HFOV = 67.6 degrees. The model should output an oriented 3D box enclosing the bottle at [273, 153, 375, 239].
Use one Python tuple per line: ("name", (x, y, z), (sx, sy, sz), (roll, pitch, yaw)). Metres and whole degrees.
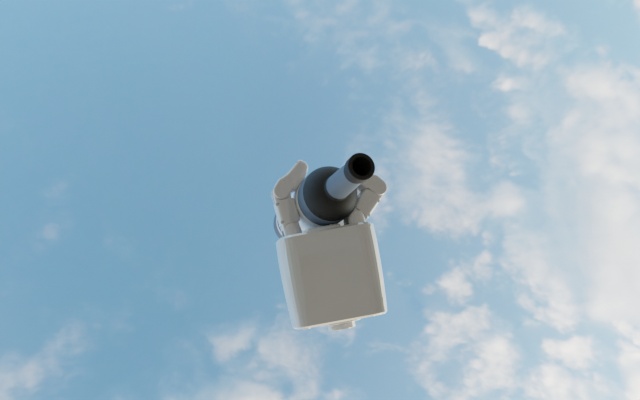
("bottle", (0.000, 0.002, 0.586), (0.069, 0.069, 0.296), (0, -13, -16))
